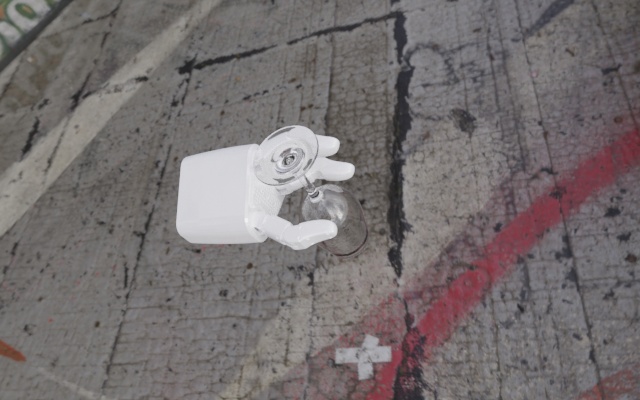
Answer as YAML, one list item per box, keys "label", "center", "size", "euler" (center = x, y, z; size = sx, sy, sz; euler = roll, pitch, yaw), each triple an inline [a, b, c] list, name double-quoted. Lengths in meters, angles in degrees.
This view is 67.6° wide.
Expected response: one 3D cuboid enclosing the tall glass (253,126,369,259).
- label: "tall glass"
  center: [0.000, 0.002, 0.566]
  size: [0.079, 0.079, 0.201]
  euler: [0, -29, 25]
